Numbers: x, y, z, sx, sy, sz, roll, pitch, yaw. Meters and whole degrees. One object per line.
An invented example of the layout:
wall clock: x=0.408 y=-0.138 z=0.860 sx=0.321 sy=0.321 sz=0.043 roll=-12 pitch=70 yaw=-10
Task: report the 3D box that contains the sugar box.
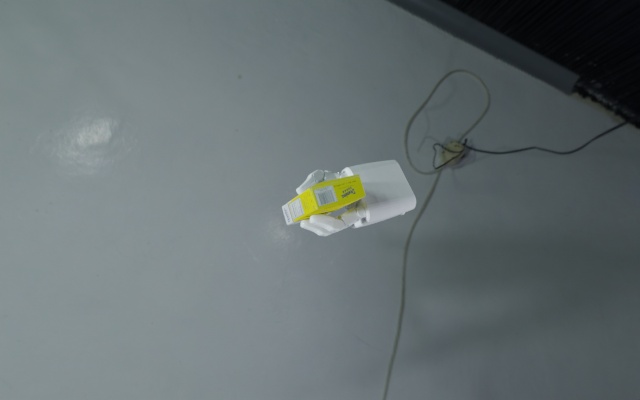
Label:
sugar box: x=0.000 y=0.003 z=0.853 sx=0.093 sy=0.048 sz=0.176 roll=-14 pitch=-9 yaw=-21
